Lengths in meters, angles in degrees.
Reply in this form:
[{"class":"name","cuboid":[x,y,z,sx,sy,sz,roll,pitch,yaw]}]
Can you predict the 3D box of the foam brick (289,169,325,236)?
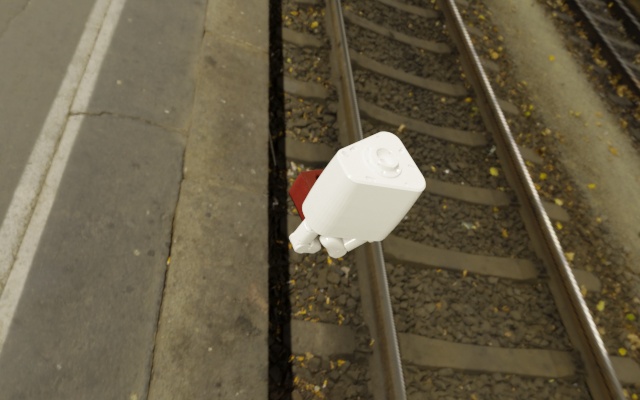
[{"class":"foam brick","cuboid":[0.000,0.002,0.653,0.053,0.078,0.051,-9,-31,-32]}]
